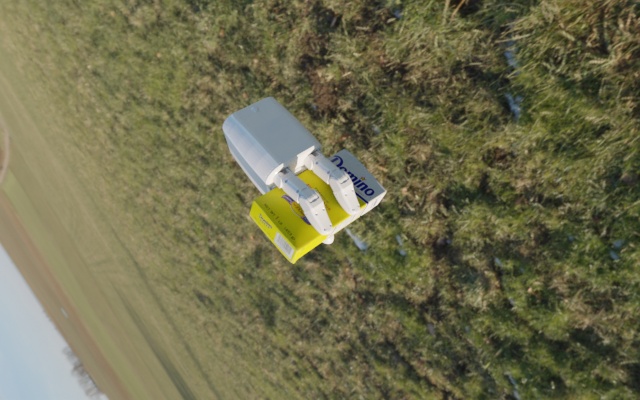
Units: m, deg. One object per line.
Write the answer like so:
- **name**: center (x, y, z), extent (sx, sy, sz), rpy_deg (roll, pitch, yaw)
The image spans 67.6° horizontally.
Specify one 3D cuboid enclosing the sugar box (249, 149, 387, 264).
- **sugar box**: center (0.000, 0.002, 0.663), extent (0.176, 0.093, 0.048), rpy_deg (-34, -17, -30)
